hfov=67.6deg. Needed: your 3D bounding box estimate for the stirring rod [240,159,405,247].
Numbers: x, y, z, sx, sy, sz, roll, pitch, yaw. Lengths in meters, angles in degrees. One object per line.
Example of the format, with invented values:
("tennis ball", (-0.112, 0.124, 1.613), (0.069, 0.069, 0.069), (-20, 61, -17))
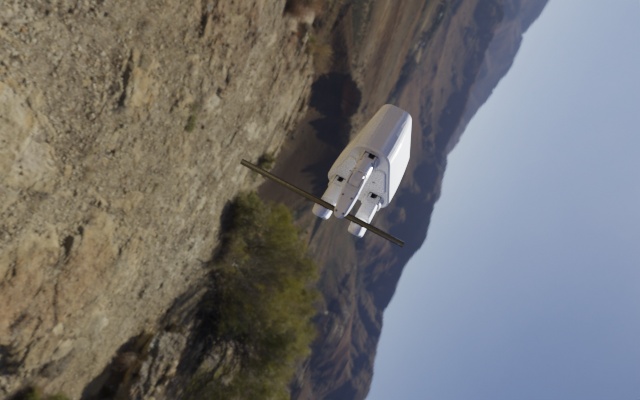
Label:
("stirring rod", (0.000, 0.002, 0.626), (0.239, 0.011, 0.011), (27, 4, 8))
